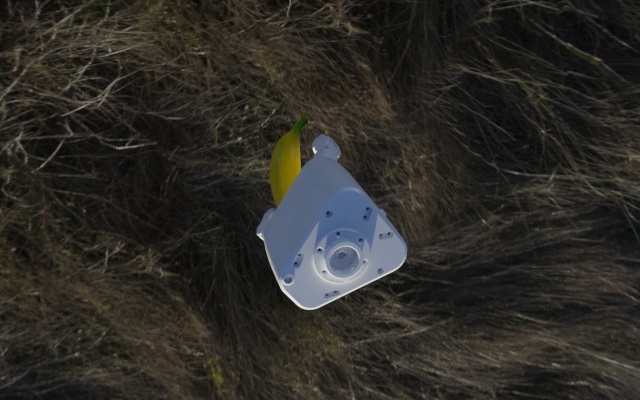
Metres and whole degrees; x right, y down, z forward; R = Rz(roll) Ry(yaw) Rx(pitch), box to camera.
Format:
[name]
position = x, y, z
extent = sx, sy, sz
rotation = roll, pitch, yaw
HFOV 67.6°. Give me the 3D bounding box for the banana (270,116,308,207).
[banana]
position = -0.018, 0.005, 0.569
extent = 0.069, 0.198, 0.037
rotation = -21, 20, -15
